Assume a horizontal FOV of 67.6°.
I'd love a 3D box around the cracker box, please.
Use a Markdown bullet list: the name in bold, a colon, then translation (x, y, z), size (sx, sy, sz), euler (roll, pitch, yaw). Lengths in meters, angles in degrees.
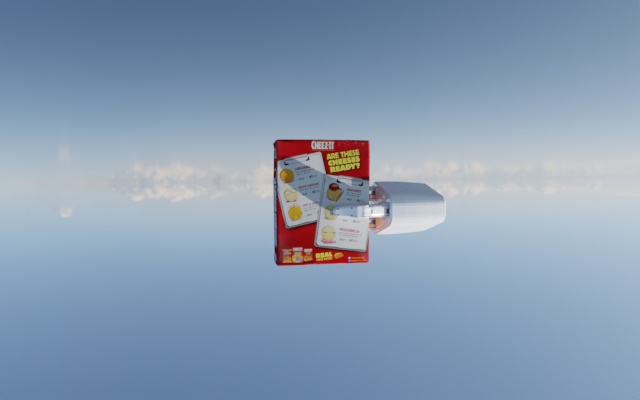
- **cracker box**: translation (0.000, 0.003, 0.837), size (0.164, 0.213, 0.072), euler (-1, 3, -12)
